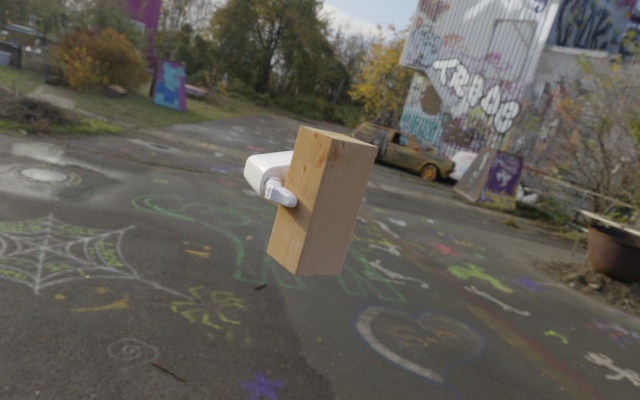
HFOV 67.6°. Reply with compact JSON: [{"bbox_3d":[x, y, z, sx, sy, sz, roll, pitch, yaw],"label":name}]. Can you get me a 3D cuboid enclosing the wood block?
[{"bbox_3d":[0.000,0.002,0.725,0.091,0.206,0.090,5,16,-39],"label":"wood block"}]
